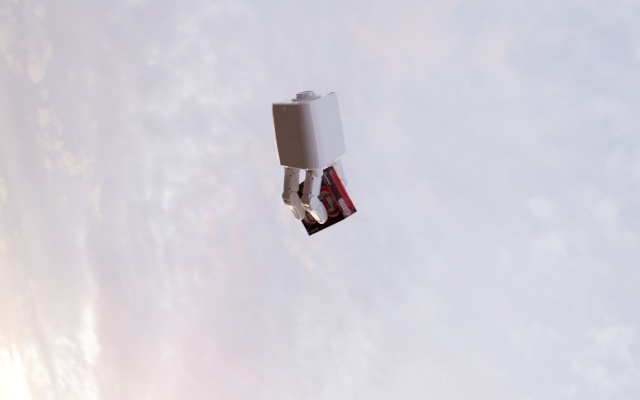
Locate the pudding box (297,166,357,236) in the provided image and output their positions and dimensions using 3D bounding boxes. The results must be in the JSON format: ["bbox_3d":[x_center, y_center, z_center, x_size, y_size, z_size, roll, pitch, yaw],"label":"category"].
[{"bbox_3d":[0.000,0.003,0.822,0.039,0.090,0.113,-26,-2,-37],"label":"pudding box"}]
